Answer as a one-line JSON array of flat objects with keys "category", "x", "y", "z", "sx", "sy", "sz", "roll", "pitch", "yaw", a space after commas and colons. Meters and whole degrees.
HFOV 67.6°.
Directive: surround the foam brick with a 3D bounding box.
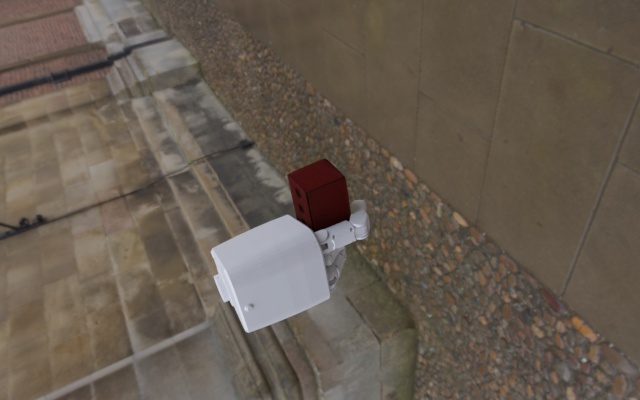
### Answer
[{"category": "foam brick", "x": 0.000, "y": 0.002, "z": 0.557, "sx": 0.051, "sy": 0.078, "sz": 0.053, "roll": -22, "pitch": 35, "yaw": -16}]
